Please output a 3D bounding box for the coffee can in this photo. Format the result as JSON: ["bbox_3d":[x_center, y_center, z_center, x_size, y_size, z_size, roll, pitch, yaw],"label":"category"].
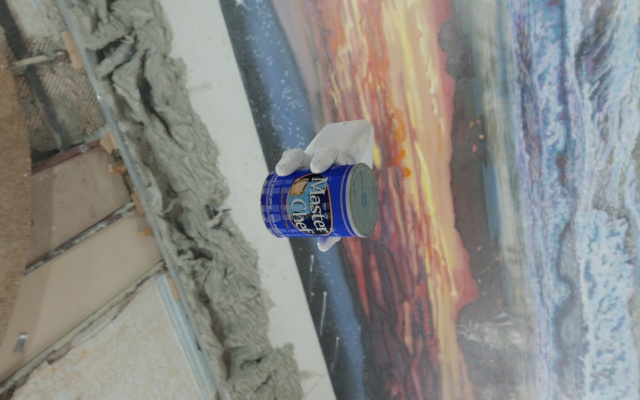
[{"bbox_3d":[0.000,0.002,0.686,0.140,0.103,0.103,-3,-1,27],"label":"coffee can"}]
